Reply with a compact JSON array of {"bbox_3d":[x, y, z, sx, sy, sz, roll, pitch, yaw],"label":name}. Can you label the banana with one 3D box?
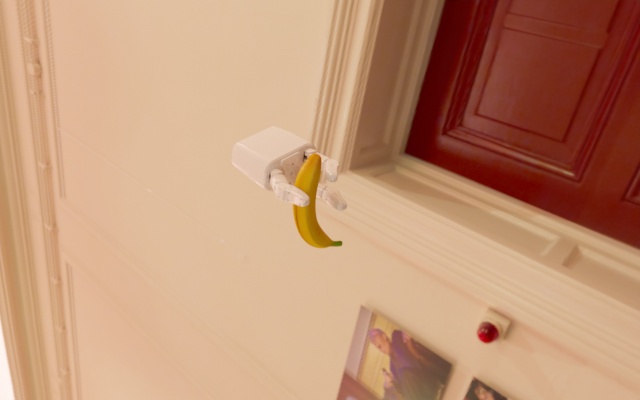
[{"bbox_3d":[-0.014,0.014,0.787,0.069,0.198,0.037,-32,42,-21],"label":"banana"}]
